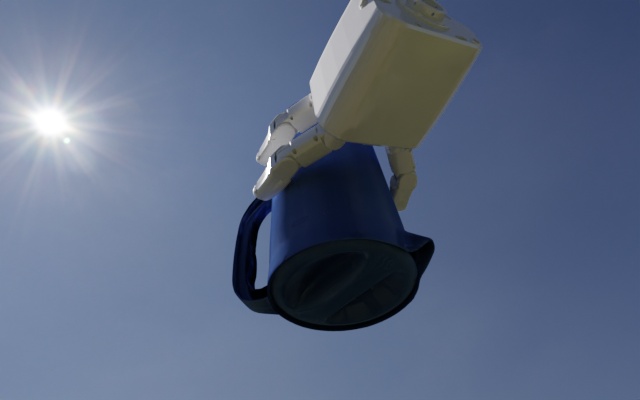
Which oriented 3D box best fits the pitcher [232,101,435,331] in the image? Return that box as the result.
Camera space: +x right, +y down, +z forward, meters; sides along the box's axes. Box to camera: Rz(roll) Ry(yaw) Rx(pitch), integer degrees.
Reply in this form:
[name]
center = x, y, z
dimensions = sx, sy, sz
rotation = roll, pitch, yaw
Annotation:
[pitcher]
center = 0.000, 0.001, 0.492
dimensions = 0.149, 0.145, 0.242
rotation = 13, 40, -19
